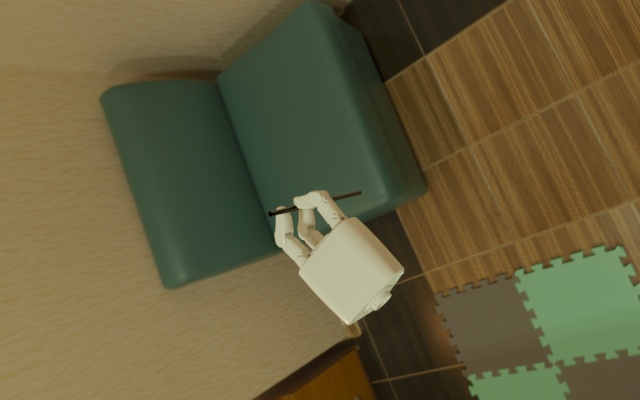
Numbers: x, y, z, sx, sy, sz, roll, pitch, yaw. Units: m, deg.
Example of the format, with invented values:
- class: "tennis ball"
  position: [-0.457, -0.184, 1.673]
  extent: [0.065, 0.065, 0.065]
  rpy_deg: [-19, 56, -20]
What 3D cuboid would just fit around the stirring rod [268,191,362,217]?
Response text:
- class: "stirring rod"
  position: [0.000, 0.003, 0.776]
  extent: [0.011, 0.011, 0.239]
  rpy_deg: [0, 8, 37]
